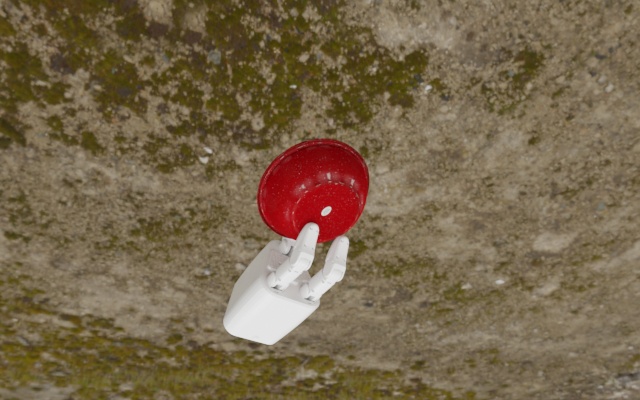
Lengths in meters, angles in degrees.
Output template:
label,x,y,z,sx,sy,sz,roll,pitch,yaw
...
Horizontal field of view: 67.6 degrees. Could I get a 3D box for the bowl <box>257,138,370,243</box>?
label,x,y,z,sx,sy,sz,roll,pitch,yaw
bowl,0.001,0.001,0.633,0.162,0.162,0.055,0,31,-21
